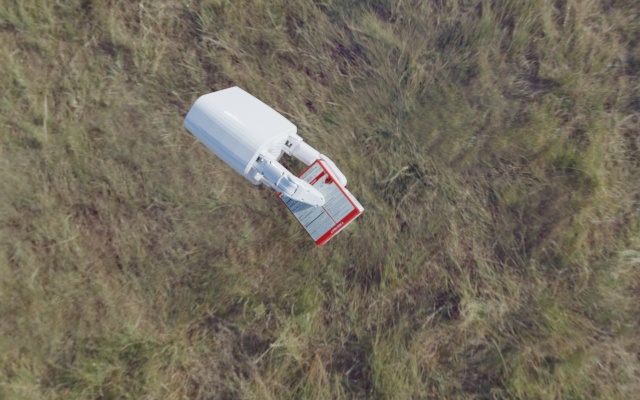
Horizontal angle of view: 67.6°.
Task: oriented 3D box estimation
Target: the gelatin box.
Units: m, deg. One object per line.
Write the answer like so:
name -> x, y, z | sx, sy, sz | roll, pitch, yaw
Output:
gelatin box -> 0.000, 0.002, 0.617 | 0.073, 0.089, 0.030 | -41, -8, 15
